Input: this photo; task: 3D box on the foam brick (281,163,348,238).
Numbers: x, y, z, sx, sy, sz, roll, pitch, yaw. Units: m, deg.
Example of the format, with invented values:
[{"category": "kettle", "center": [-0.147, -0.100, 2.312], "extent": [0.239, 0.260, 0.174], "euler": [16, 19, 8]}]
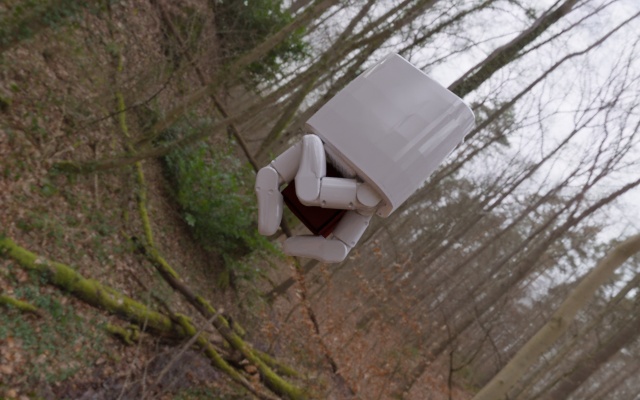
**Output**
[{"category": "foam brick", "center": [0.000, 0.002, 0.463], "extent": [0.051, 0.053, 0.078], "euler": [-44, -9, -5]}]
